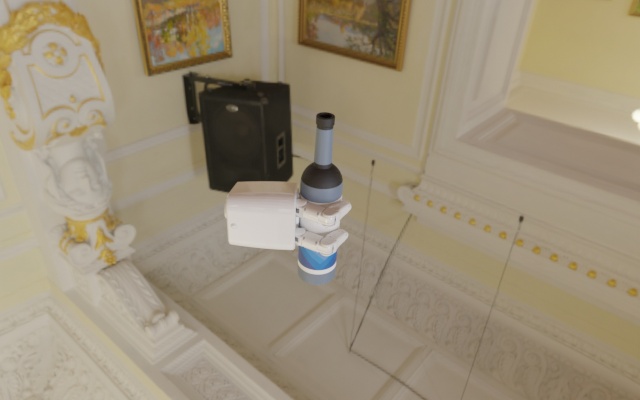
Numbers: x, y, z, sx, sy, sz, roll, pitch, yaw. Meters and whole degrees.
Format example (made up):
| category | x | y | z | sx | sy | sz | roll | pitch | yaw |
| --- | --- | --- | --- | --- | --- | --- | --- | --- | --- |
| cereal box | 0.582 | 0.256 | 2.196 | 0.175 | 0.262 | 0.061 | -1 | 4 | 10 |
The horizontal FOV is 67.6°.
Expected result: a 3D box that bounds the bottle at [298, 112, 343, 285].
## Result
| category | x | y | z | sx | sy | sz | roll | pitch | yaw |
| --- | --- | --- | --- | --- | --- | --- | --- | --- | --- |
| bottle | 0.000 | 0.003 | 0.763 | 0.069 | 0.296 | 0.069 | 2 | 32 | -2 |
